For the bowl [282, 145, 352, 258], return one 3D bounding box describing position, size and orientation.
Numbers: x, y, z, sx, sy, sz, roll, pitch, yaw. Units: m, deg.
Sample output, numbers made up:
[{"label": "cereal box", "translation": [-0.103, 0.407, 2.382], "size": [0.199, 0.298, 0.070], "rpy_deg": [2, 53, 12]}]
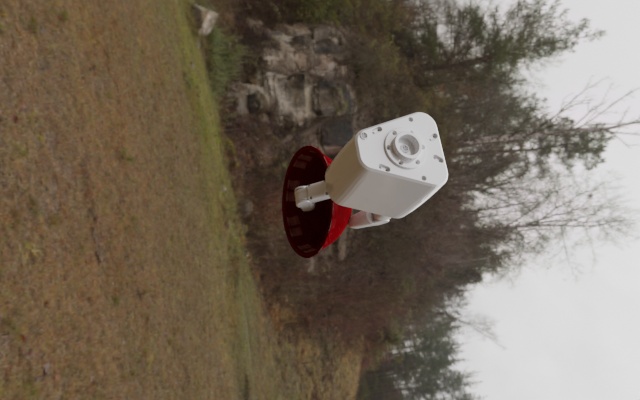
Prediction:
[{"label": "bowl", "translation": [0.000, 0.002, 0.698], "size": [0.055, 0.162, 0.162], "rpy_deg": [1, -1, -29]}]
